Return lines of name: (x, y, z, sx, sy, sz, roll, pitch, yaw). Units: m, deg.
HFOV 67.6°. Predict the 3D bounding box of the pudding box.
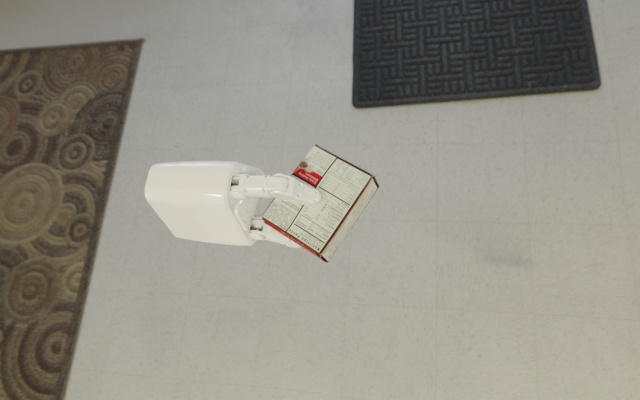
pudding box: (0.000, 0.002, 0.556, 0.090, 0.113, 0.039, 31, -8, 23)
